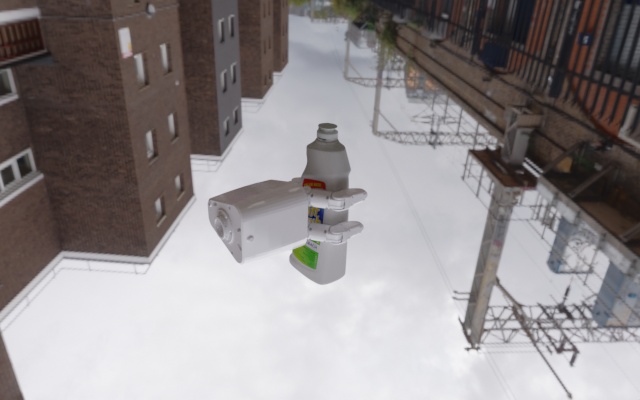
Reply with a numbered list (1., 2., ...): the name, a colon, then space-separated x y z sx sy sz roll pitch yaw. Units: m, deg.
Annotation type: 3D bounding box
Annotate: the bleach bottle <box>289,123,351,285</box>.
1. bleach bottle: 0.000 0.002 0.740 0.068 0.251 0.102 -18 33 -35
